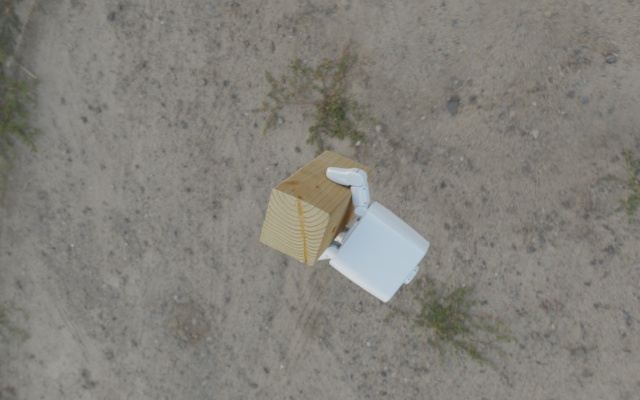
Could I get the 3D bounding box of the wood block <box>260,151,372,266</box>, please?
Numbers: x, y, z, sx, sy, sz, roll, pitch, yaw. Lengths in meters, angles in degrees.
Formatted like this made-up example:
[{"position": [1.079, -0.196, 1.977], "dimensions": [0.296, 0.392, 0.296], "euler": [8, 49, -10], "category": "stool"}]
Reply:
[{"position": [0.001, 0.002, 0.742], "dimensions": [0.090, 0.091, 0.206], "euler": [24, 27, 12], "category": "wood block"}]
